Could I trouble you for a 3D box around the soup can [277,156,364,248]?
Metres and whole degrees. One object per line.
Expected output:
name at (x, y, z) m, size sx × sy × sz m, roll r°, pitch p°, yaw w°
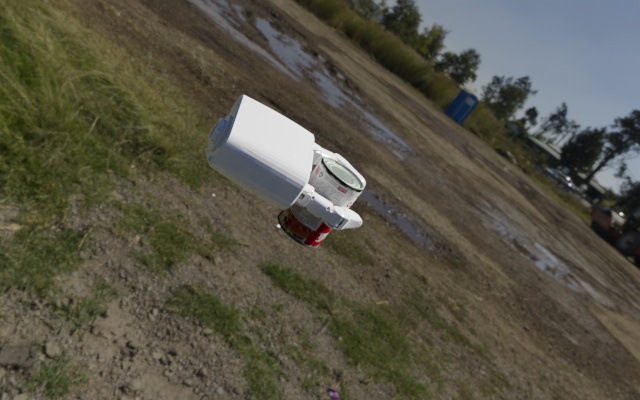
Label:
soup can at (0.001, 0.002, 0.619) m, size 0.068 × 0.102 × 0.068 m, roll 33°, pitch 21°, yaw -14°
